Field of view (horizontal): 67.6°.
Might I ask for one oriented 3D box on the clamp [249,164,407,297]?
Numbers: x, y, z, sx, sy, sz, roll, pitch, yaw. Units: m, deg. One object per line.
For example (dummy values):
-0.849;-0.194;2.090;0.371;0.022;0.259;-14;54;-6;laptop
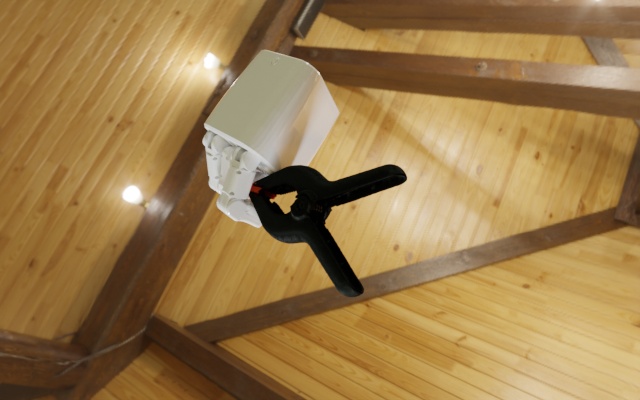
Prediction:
0.000;0.002;0.455;0.171;0.120;0.039;29;-5;37;clamp
